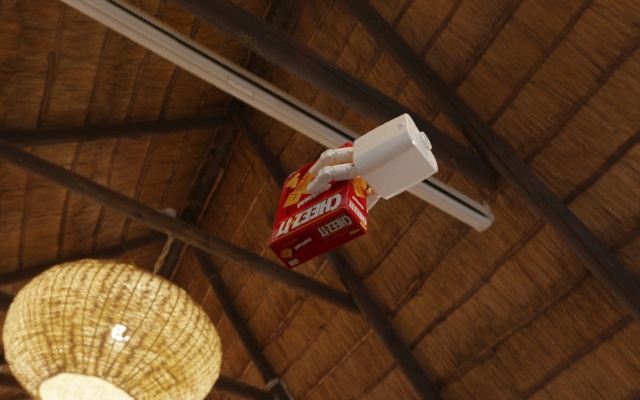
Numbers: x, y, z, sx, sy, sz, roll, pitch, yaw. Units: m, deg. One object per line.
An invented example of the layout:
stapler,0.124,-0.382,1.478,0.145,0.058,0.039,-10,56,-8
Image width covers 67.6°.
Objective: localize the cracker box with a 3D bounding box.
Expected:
cracker box,0.000,0.003,0.877,0.164,0.072,0.213,-28,29,23
